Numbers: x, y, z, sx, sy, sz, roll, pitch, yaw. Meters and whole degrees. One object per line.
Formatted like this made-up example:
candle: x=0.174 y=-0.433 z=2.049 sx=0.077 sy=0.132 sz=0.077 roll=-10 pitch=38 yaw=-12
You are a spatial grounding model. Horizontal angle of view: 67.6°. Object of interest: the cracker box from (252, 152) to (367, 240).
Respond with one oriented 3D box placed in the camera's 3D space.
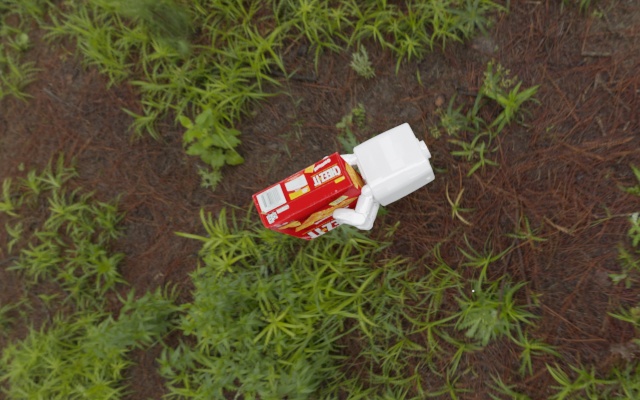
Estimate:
cracker box: x=0.000 y=0.003 z=0.866 sx=0.164 sy=0.072 sz=0.214 roll=-27 pitch=-17 yaw=11
